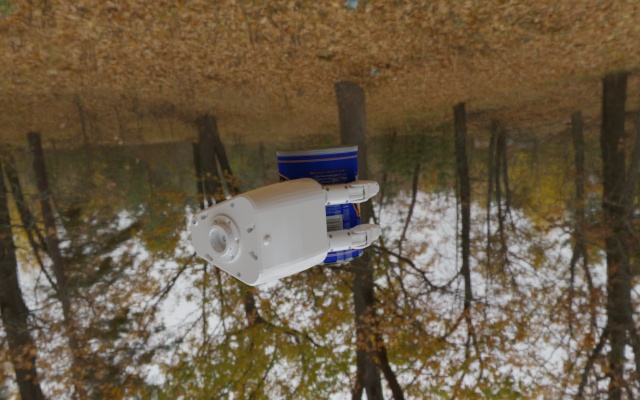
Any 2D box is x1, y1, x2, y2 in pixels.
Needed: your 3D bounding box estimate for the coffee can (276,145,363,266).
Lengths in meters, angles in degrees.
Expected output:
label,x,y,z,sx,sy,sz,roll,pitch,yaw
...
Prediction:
label,x,y,z,sx,sy,sz,roll,pitch,yaw
coffee can,0.000,0.002,0.612,0.103,0.140,0.103,-4,8,1
